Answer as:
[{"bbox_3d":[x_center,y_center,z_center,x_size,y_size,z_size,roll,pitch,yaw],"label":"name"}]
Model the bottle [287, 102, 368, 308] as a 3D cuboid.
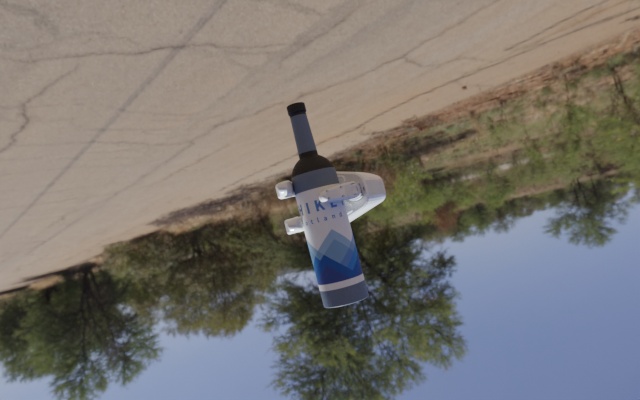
[{"bbox_3d":[0.000,0.003,0.692,0.069,0.295,0.069,-15,-3,-1],"label":"bottle"}]
